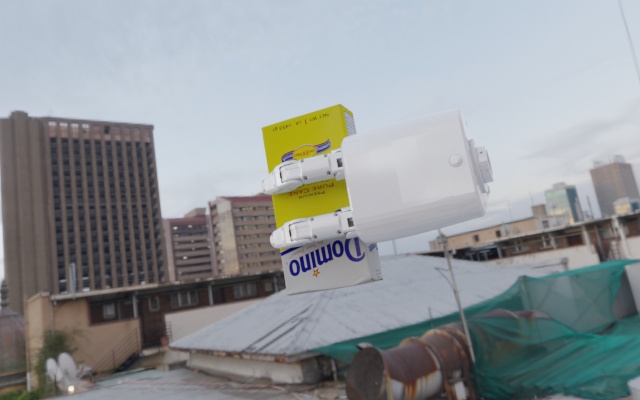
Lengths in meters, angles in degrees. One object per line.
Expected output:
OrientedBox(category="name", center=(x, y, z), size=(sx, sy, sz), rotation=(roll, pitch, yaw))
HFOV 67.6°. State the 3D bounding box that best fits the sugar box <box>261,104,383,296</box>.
OrientedBox(category="sugar box", center=(0.000, 0.001, 0.484), size=(0.093, 0.176, 0.048), rotation=(-14, -11, 21))
